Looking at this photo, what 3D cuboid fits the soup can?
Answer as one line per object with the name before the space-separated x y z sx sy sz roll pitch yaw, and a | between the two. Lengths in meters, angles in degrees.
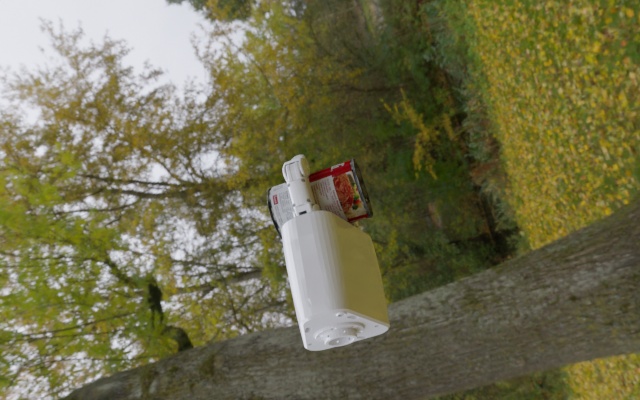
soup can | 0.000 0.001 0.534 0.102 0.068 0.068 -18 -3 10
